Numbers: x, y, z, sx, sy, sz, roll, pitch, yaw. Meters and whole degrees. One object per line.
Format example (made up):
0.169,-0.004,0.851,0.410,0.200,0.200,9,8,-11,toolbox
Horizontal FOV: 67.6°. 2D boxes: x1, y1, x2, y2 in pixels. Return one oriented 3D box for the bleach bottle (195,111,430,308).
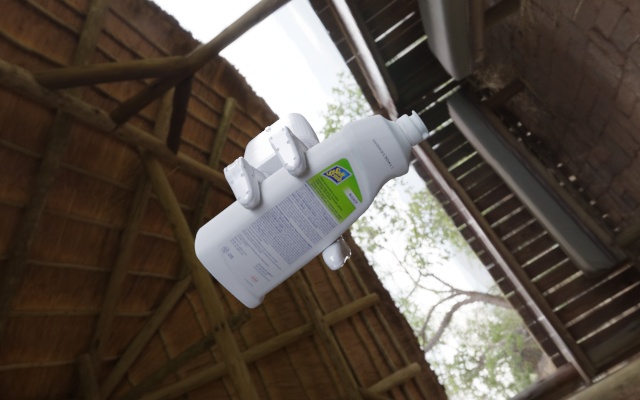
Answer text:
0.000,0.002,0.483,0.251,0.103,0.068,-35,27,9,bleach bottle
